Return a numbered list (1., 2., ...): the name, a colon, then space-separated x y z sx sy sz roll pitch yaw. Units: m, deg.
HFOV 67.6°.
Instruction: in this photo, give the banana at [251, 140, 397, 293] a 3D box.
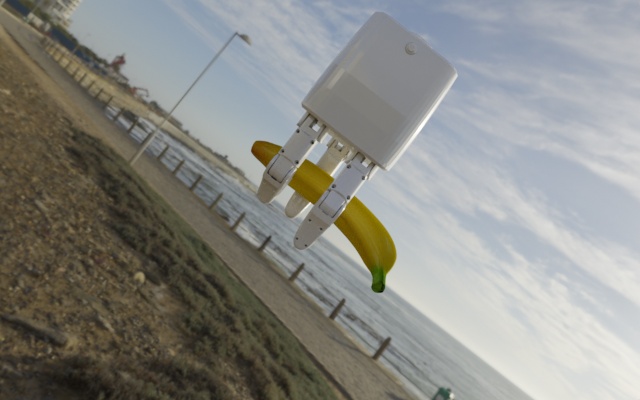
1. banana: 0.011 0.004 0.470 0.197 0.037 0.069 46 19 22
